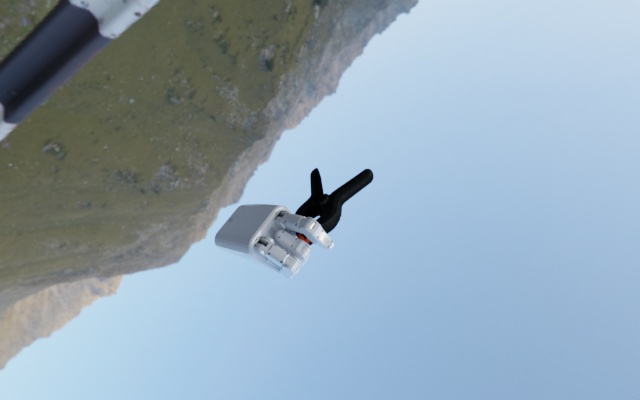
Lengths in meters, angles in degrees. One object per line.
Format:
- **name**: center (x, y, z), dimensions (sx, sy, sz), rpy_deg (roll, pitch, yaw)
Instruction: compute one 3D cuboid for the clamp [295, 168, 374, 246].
- **clamp**: center (0.000, 0.003, 0.786), dimensions (0.120, 0.039, 0.171), rpy_deg (7, 46, 44)
